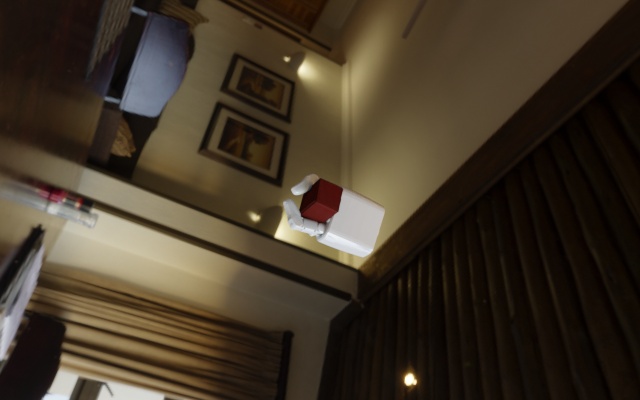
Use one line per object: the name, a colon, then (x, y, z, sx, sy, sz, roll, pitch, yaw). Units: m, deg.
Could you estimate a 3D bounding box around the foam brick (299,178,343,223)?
foam brick: (0.000, 0.003, 0.899, 0.051, 0.053, 0.078, 24, -31, -17)
